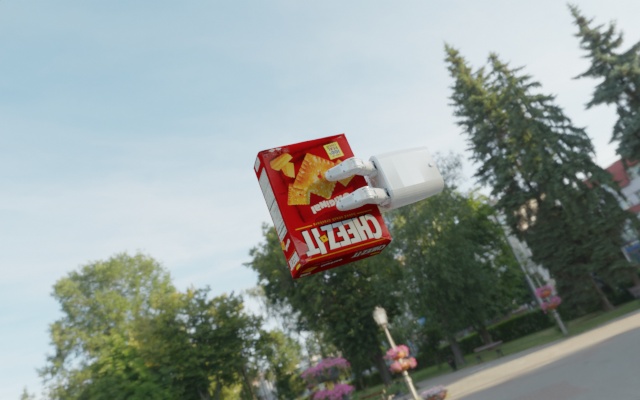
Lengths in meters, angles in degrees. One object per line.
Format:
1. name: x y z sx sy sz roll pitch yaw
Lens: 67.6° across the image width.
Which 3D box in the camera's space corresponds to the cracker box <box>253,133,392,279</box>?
1. cracker box: 0.000 0.003 0.799 0.164 0.213 0.072 -14 -22 -21
